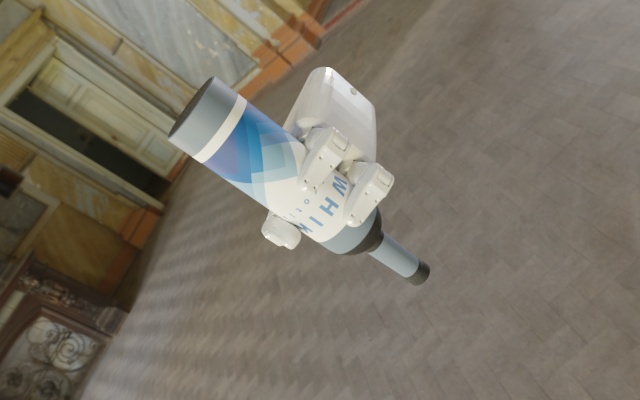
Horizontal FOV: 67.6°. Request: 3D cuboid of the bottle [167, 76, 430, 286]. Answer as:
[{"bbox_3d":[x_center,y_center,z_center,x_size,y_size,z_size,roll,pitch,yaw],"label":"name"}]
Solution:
[{"bbox_3d":[0.000,0.001,0.457,0.296,0.069,0.069,36,-17,-24],"label":"bottle"}]
